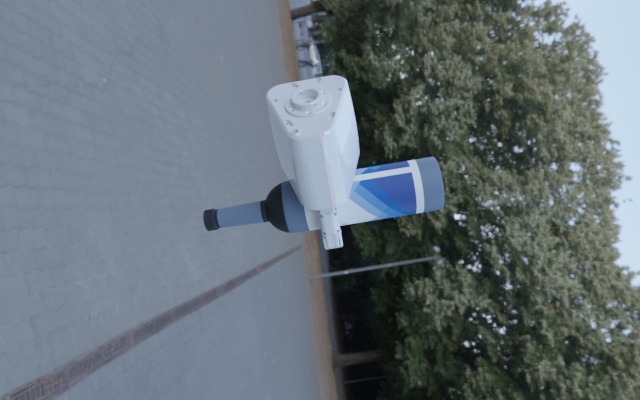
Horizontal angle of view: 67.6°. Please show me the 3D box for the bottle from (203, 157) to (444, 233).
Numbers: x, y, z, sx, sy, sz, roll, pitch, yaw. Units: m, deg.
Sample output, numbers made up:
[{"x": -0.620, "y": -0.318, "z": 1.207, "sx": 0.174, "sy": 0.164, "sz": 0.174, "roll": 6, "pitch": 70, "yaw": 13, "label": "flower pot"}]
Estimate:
[{"x": 0.000, "y": 0.002, "z": 0.600, "sx": 0.296, "sy": 0.069, "sz": 0.069, "roll": -9, "pitch": -1, "yaw": 3, "label": "bottle"}]
